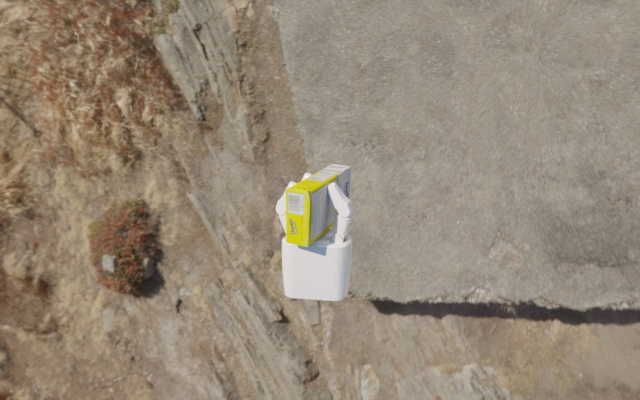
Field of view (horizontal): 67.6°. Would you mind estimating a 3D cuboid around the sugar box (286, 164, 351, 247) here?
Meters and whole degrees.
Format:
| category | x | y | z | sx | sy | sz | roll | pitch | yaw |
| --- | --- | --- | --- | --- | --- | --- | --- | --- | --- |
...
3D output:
| category | x | y | z | sx | sy | sz | roll | pitch | yaw |
| --- | --- | --- | --- | --- | --- | --- | --- | --- | --- |
| sugar box | 0.000 | 0.003 | 0.812 | 0.048 | 0.093 | 0.176 | 9 | 20 | 21 |
